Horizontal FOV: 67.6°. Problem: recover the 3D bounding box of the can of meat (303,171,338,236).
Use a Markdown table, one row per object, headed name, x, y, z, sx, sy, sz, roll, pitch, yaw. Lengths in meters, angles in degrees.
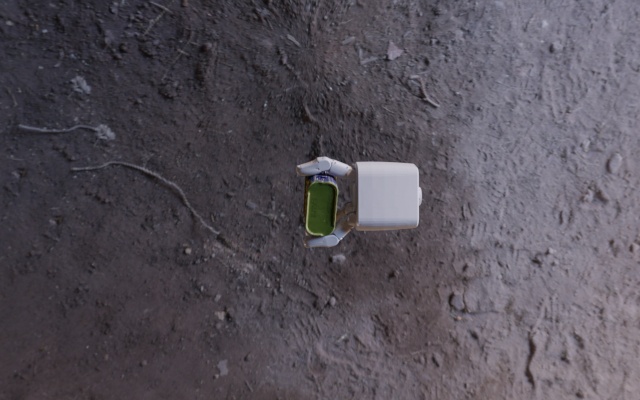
| name | x | y | z | sx | sy | sz | roll | pitch | yaw |
| --- | --- | --- | --- | --- | --- | --- | --- | --- | --- |
| can of meat | 0.000 | 0.003 | 0.827 | 0.057 | 0.102 | 0.084 | 3 | 18 | -3 |
